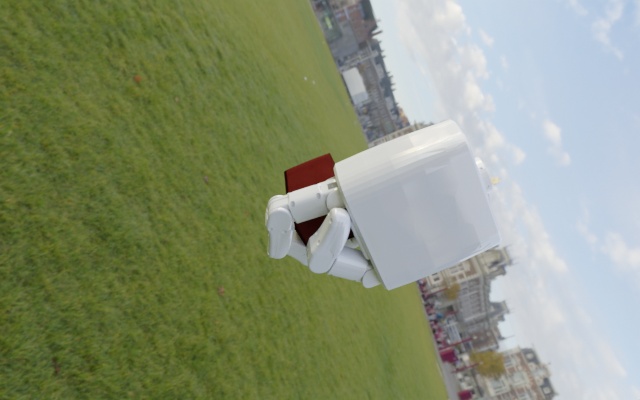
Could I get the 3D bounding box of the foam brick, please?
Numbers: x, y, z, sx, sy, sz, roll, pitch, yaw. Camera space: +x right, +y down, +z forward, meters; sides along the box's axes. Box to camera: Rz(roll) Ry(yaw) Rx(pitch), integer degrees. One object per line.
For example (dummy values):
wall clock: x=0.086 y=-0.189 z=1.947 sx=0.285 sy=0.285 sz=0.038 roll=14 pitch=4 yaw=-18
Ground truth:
foam brick: x=0.000 y=0.001 z=0.458 sx=0.051 sy=0.053 sz=0.078 roll=-23 pitch=36 yaw=9
